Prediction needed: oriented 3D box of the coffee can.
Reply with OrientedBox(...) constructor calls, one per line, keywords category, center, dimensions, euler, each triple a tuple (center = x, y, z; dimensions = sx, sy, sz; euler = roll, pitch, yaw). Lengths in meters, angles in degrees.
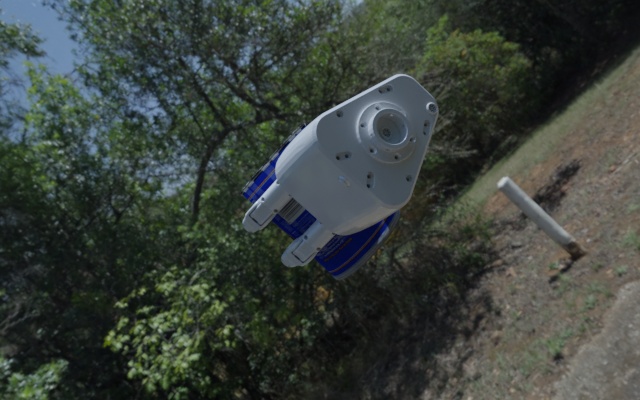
OrientedBox(category="coffee can", center=(0.000, 0.002, 0.514), dimensions=(0.140, 0.103, 0.103), euler=(42, -5, -5))
